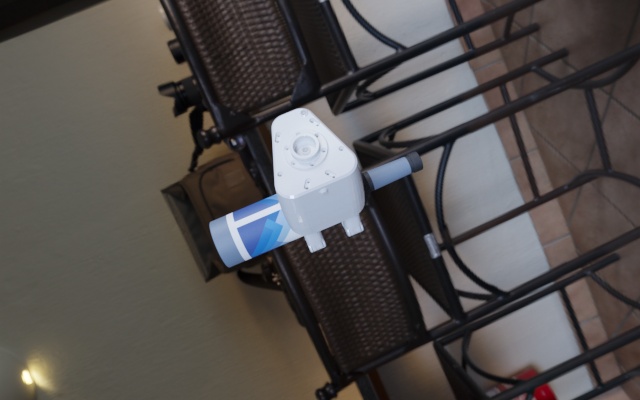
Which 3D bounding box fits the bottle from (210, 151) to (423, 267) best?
[{"bbox_3d":[0.000,0.002,0.649,0.296,0.069,0.069,-23,1,-3],"label":"bottle"}]
